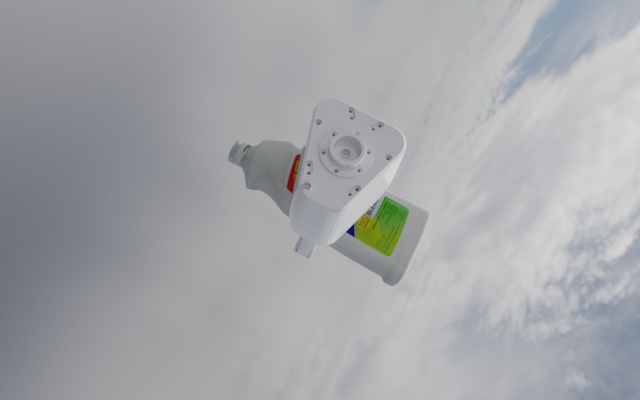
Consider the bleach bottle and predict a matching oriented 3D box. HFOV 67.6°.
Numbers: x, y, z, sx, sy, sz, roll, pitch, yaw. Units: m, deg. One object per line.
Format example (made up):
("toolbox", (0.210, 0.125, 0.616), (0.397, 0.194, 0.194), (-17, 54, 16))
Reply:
("bleach bottle", (0.000, 0.002, 0.581), (0.251, 0.102, 0.068), (27, -19, 4))
